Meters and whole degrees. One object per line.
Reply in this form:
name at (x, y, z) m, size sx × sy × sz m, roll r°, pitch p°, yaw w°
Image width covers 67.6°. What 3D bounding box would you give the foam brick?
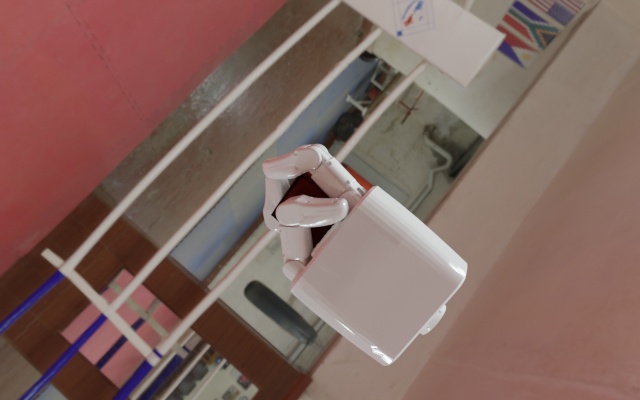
foam brick at (0.000, 0.001, 0.452) m, size 0.051 × 0.053 × 0.078 m, roll 39°, pitch 25°, yaw 6°
